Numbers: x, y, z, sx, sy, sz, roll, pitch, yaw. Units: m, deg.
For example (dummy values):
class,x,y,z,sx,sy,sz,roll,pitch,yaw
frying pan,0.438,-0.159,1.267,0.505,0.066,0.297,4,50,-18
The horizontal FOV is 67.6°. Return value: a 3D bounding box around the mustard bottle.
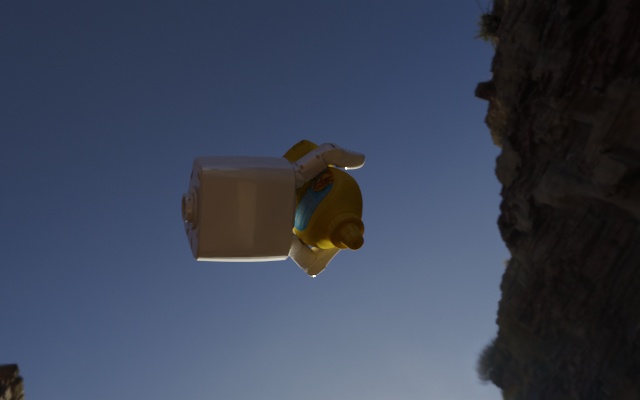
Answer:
class,x,y,z,sx,sy,sz,roll,pitch,yaw
mustard bottle,0.000,0.002,0.574,0.058,0.096,0.191,27,13,-34
